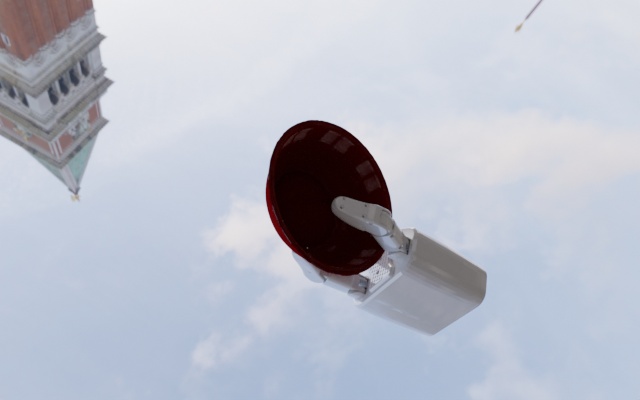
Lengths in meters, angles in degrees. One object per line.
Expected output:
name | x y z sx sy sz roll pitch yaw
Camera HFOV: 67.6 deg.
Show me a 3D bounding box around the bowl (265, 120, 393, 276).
bowl | -0.001 0.001 0.494 0.162 0.162 0.055 0 -16 -41
